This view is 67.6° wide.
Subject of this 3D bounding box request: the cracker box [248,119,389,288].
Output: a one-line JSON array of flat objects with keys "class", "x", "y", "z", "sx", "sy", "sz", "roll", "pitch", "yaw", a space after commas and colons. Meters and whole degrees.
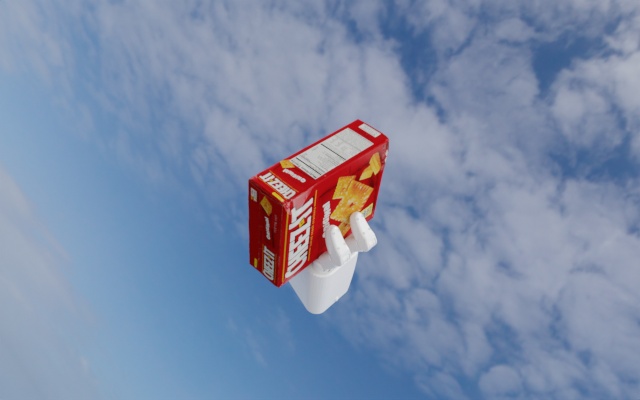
[{"class": "cracker box", "x": 0.000, "y": 0.002, "z": 0.680, "sx": 0.072, "sy": 0.164, "sz": 0.213, "roll": 35, "pitch": 49, "yaw": 27}]
